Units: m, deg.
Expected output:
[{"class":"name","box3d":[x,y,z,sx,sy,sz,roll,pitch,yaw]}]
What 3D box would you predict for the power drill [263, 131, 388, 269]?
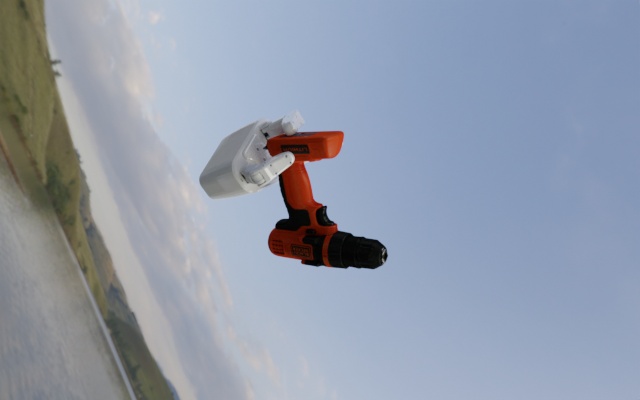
[{"class":"power drill","box3d":[0.000,0.002,0.649,0.184,0.188,0.057,4,18,29]}]
